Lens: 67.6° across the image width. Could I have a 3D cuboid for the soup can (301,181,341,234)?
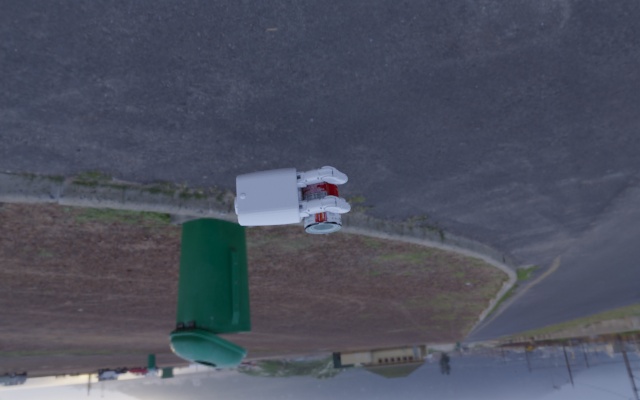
[{"bbox_3d":[0.001,0.003,0.863,0.068,0.102,0.068,-5,-19,-2],"label":"soup can"}]
